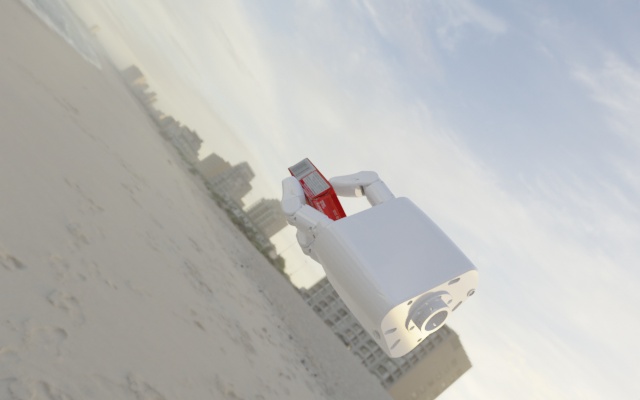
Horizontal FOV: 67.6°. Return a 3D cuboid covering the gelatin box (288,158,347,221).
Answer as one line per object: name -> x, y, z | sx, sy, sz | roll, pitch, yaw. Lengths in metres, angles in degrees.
gelatin box -> 0.000, 0.001, 0.543 | 0.030, 0.073, 0.089 | -30, 34, -5
